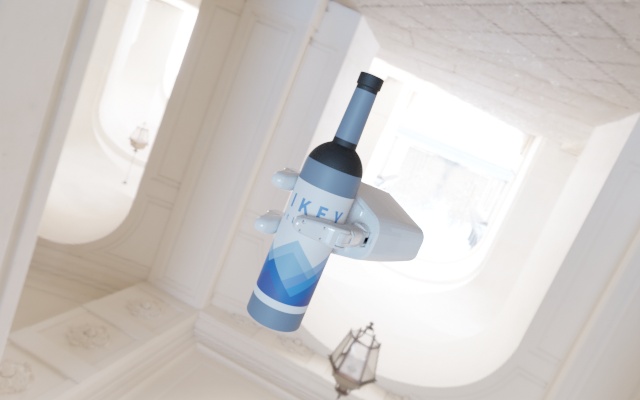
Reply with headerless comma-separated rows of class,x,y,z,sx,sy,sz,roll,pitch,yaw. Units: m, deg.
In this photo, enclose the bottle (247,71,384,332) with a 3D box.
bottle,0.000,0.002,0.532,0.069,0.296,0.069,22,10,-4
